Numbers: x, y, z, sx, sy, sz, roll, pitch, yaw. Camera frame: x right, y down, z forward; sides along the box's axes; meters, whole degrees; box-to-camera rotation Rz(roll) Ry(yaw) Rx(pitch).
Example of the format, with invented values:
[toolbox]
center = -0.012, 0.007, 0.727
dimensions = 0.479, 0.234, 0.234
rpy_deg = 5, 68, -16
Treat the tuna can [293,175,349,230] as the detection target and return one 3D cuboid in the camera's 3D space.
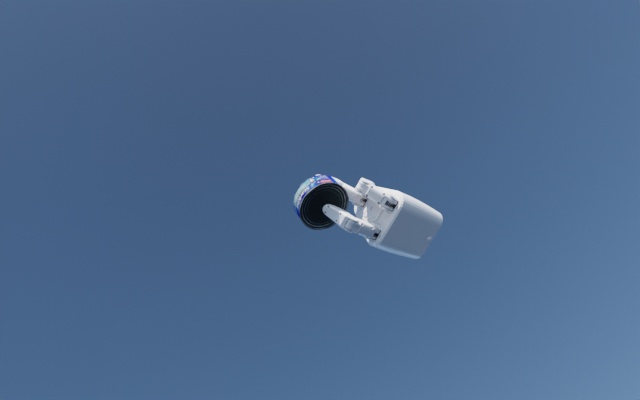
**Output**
[tuna can]
center = 0.000, 0.002, 0.766
dimensions = 0.086, 0.086, 0.033
rpy_deg = 0, 28, -28
